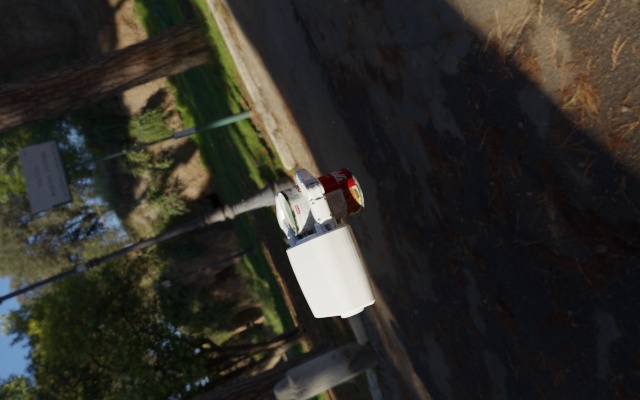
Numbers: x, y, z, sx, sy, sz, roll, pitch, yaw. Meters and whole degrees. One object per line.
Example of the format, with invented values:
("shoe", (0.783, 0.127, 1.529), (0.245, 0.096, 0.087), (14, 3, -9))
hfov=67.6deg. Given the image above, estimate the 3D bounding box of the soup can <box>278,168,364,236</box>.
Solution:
("soup can", (0.000, 0.002, 0.669), (0.102, 0.068, 0.068), (-20, 5, -14))
